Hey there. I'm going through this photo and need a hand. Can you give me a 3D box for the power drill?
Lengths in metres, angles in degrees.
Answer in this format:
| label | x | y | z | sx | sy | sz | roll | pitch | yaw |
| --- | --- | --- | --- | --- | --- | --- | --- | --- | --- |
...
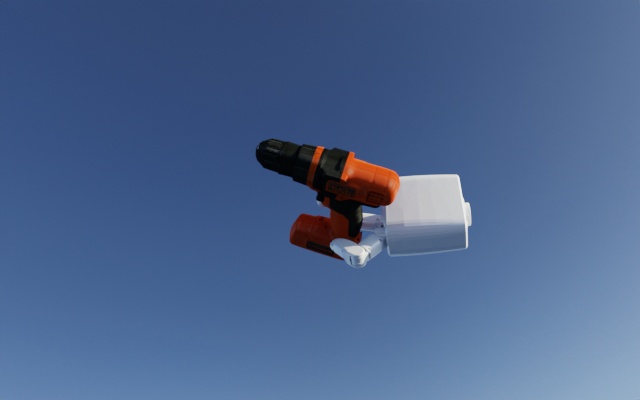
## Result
| label | x | y | z | sx | sy | sz | roll | pitch | yaw |
| --- | --- | --- | --- | --- | --- | --- | --- | --- | --- |
| power drill | 0.000 | 0.002 | 0.648 | 0.184 | 0.057 | 0.188 | 18 | -34 | 6 |
